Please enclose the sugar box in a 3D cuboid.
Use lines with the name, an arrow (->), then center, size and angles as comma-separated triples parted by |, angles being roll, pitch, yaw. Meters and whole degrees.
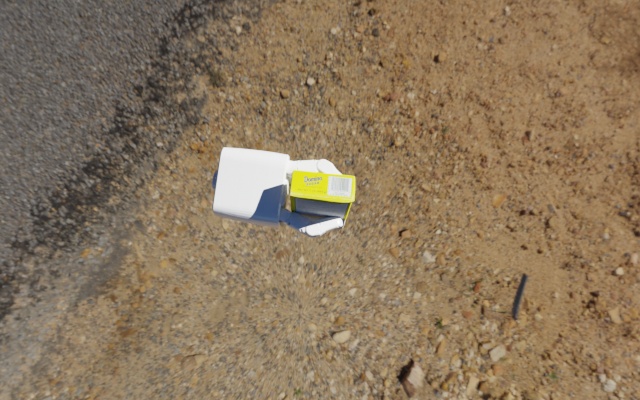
sugar box -> 0.000, 0.002, 0.760 | 0.093, 0.048, 0.176 | 7, -14, -1
